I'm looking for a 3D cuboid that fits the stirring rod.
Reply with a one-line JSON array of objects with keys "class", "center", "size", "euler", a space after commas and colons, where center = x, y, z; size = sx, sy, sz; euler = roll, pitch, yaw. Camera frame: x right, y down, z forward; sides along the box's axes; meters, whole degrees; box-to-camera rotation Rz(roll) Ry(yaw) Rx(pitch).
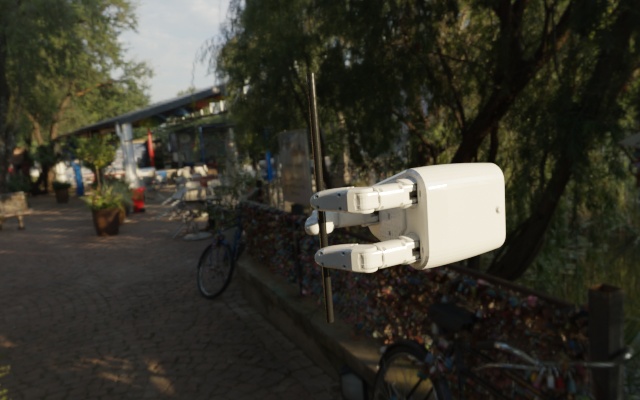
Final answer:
[{"class": "stirring rod", "center": [0.000, 0.002, 0.458], "size": [0.011, 0.239, 0.011], "euler": [-4, 8, 1]}]
